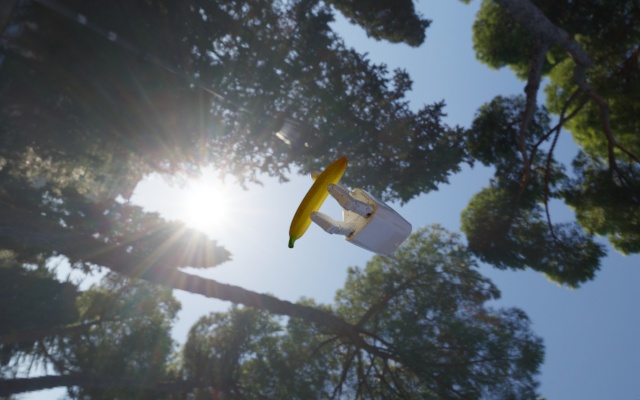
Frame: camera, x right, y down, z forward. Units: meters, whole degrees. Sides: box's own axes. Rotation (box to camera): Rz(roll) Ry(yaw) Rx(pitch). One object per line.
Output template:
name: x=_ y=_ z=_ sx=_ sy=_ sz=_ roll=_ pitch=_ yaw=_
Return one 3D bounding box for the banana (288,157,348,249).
banana: x=-0.008 y=0.001 z=0.913 sx=0.037 sy=0.198 sz=0.069 roll=30 pitch=2 yaw=-25
